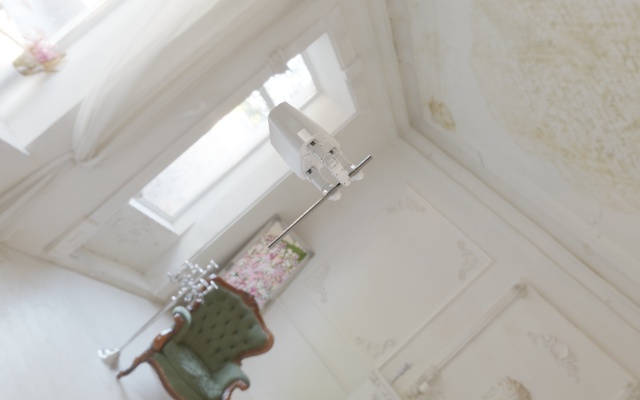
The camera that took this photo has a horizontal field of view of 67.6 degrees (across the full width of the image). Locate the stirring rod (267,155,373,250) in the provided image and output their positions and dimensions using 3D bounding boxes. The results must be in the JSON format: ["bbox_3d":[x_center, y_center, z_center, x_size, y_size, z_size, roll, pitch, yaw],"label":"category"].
[{"bbox_3d":[0.000,0.003,0.832,0.239,0.011,0.011,-42,4,-4],"label":"stirring rod"}]
